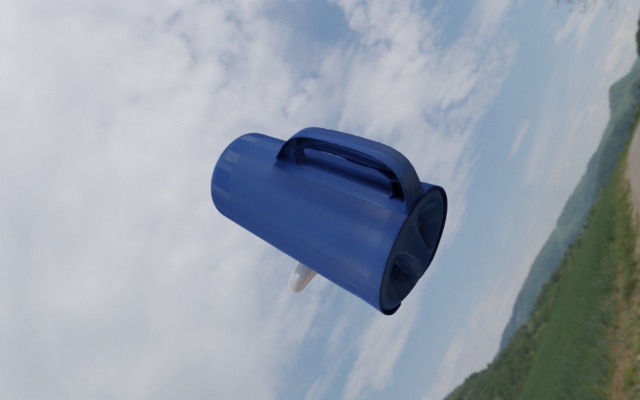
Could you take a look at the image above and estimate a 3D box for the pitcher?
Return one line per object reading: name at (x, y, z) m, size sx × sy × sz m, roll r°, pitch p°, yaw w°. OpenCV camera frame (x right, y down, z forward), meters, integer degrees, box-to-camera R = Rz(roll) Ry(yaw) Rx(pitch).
pitcher at (0.000, 0.002, 0.505) m, size 0.243 × 0.149 × 0.145 m, roll 23°, pitch 6°, yaw 29°
